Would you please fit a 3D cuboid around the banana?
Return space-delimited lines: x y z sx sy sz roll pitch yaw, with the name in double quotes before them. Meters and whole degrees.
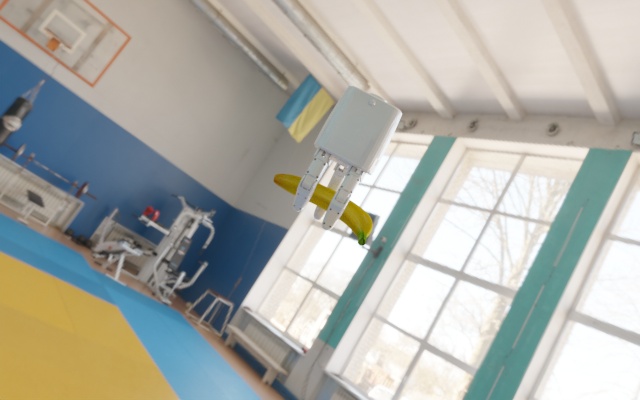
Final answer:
"banana" 0.013 0.004 0.752 0.197 0.037 0.069 33 18 30
